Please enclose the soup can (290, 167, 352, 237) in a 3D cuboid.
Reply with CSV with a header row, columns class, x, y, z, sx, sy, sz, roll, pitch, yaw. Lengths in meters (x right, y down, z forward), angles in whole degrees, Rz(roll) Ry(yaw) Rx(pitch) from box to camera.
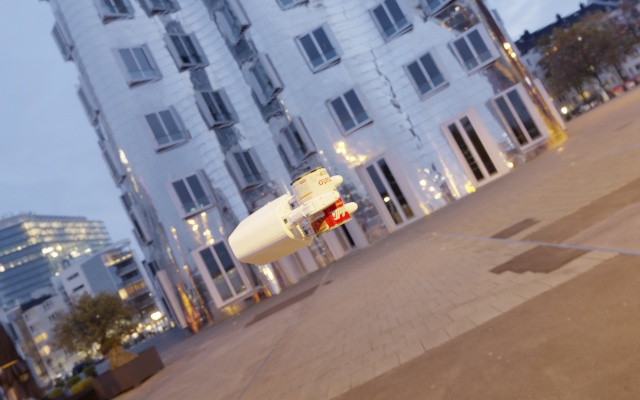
class,x,y,z,sx,sy,sz,roll,pitch,yaw
soup can,0.000,0.002,0.810,0.068,0.102,0.068,-27,-4,-2
